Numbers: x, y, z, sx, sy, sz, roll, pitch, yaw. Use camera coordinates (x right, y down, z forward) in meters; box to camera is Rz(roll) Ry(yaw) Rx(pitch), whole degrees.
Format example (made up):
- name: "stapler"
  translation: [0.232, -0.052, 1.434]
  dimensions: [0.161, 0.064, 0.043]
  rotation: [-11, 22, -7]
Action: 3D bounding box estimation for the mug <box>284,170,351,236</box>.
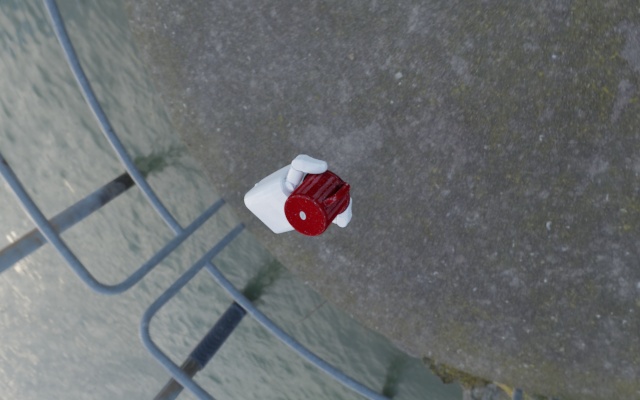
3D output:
- name: "mug"
  translation: [0.001, 0.002, 0.789]
  dimensions: [0.117, 0.093, 0.081]
  rotation: [-22, 17, 39]
